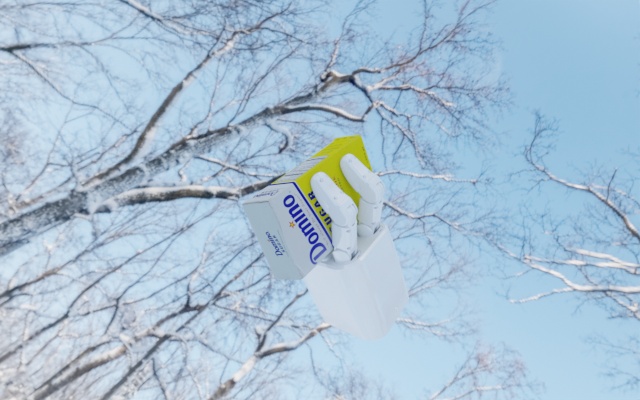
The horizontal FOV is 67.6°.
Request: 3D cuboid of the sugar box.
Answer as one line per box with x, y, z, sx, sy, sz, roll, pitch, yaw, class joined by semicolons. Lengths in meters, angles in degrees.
0.001;0.002;0.532;0.048;0.093;0.176;-6;24;38;sugar box
